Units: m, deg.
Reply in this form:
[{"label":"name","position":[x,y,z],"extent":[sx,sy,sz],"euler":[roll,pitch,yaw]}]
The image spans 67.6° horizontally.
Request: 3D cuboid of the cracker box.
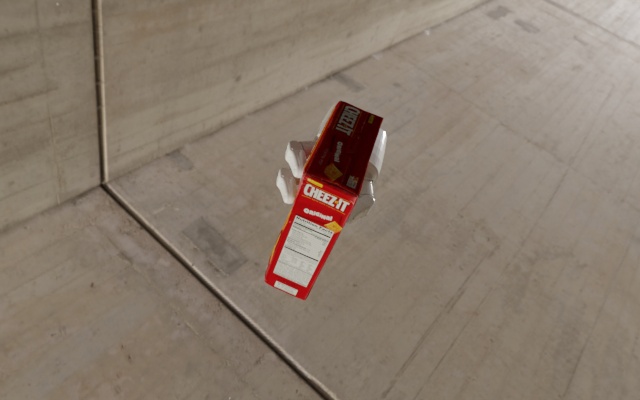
[{"label":"cracker box","position":[0.000,0.002,0.629],"extent":[0.072,0.214,0.164],"euler":[22,44,-1]}]
